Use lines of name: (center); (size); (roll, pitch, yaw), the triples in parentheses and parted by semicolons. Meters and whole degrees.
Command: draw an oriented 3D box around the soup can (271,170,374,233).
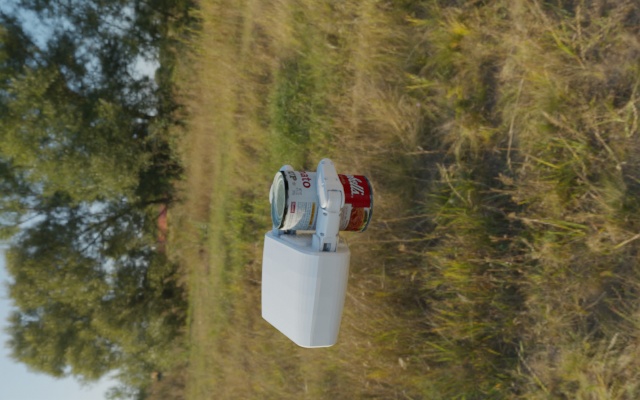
soup can: (0.000, 0.001, 0.545); (0.102, 0.068, 0.068); (3, -1, -19)
